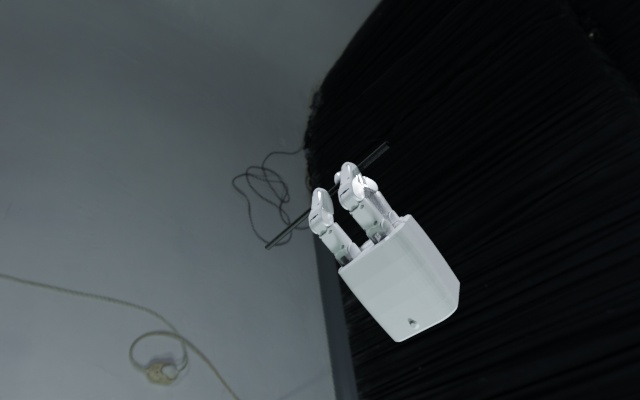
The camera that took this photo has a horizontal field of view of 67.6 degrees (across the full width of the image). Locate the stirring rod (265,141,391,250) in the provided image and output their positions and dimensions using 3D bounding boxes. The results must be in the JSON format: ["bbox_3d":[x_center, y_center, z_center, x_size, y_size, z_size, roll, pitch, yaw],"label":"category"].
[{"bbox_3d":[0.000,0.002,0.593,0.011,0.011,0.240,0,-32,-46],"label":"stirring rod"}]
